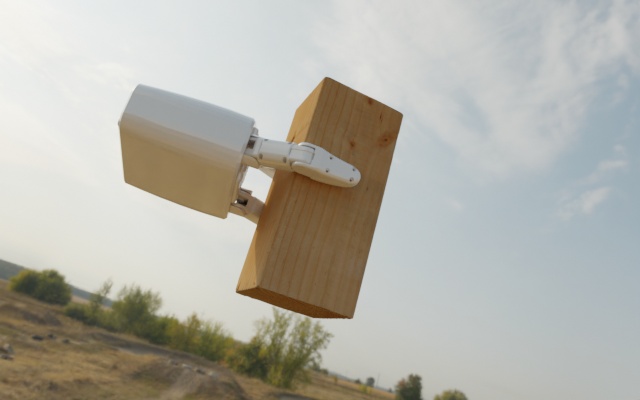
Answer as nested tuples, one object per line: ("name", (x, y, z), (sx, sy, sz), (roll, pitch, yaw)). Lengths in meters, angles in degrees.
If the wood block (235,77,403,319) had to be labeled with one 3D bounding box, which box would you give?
("wood block", (0.000, 0.001, 0.463), (0.090, 0.206, 0.091), (22, -20, -17))
